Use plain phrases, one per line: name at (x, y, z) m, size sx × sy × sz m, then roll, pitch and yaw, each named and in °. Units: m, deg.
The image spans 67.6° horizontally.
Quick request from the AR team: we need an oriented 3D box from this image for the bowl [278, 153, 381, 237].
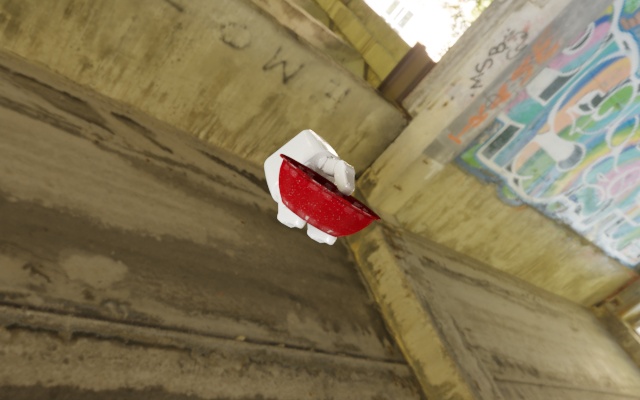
bowl at (0.000, 0.003, 0.644) m, size 0.162 × 0.055 × 0.162 m, roll 33°, pitch 5°, yaw -3°
